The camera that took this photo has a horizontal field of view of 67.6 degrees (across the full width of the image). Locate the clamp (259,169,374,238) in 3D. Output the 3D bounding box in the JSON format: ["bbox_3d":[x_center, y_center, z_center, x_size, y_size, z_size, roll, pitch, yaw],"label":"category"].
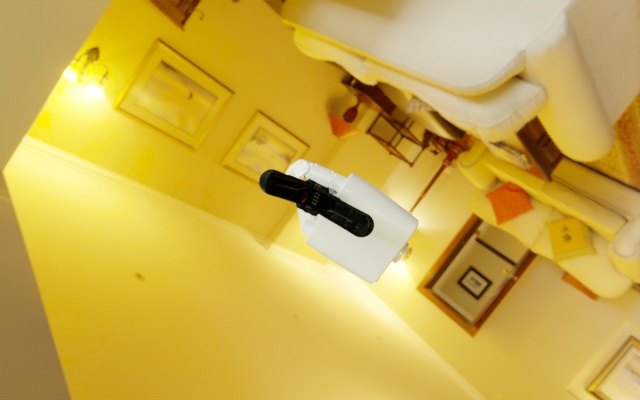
[{"bbox_3d":[0.000,0.002,0.528,0.120,0.039,0.171,32,5,2],"label":"clamp"}]
